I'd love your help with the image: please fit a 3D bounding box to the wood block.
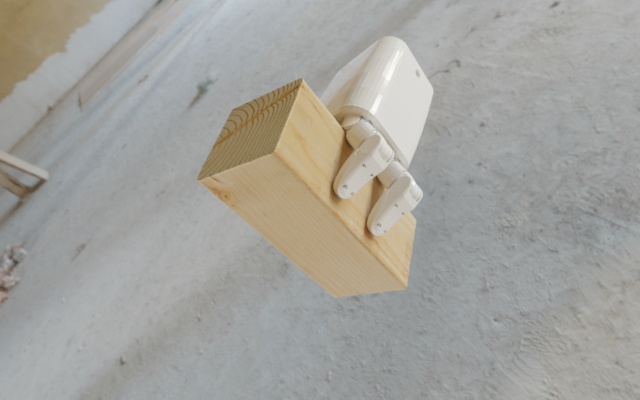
[{"bbox_3d":[0.000,0.001,0.453,0.091,0.090,0.206,-14,-46,36],"label":"wood block"}]
